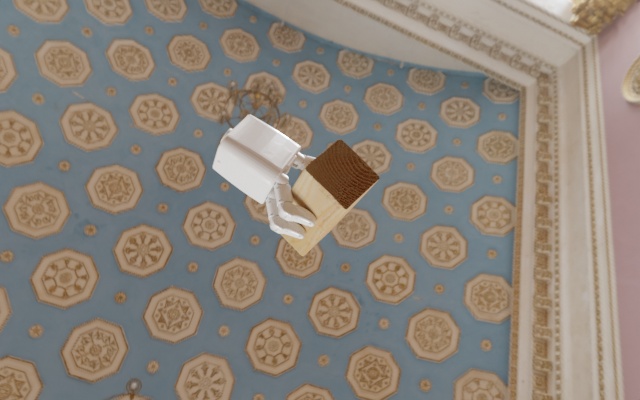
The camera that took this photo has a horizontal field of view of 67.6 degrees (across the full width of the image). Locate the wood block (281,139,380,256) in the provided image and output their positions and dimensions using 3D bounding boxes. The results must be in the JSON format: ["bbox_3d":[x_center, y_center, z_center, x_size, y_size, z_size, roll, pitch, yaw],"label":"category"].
[{"bbox_3d":[0.000,0.002,0.798,0.090,0.090,0.206,-43,-5,-32],"label":"wood block"}]
